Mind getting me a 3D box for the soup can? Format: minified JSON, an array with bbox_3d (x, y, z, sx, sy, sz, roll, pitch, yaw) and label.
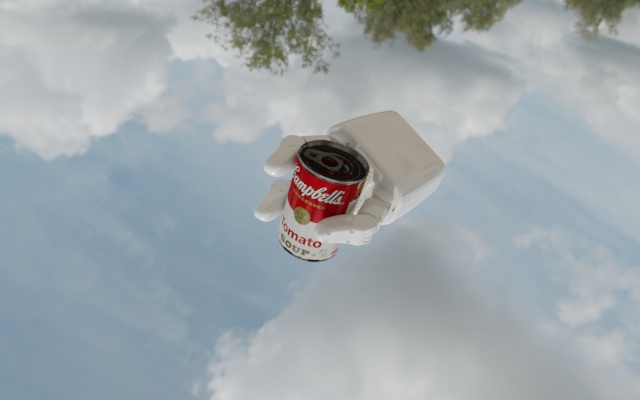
[{"bbox_3d":[0.000,0.002,0.467,0.068,0.102,0.068,12,36,-9],"label":"soup can"}]
